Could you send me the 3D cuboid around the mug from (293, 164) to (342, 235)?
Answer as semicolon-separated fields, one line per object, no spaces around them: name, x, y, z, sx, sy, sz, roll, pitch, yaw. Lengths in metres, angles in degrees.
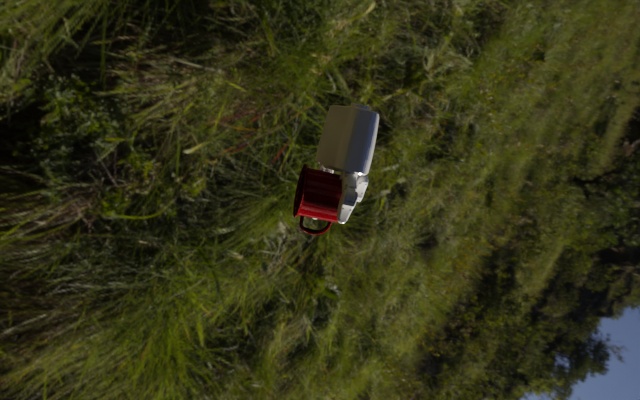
mug;0.000;0.004;0.818;0.081;0.117;0.093;12;8;-10
